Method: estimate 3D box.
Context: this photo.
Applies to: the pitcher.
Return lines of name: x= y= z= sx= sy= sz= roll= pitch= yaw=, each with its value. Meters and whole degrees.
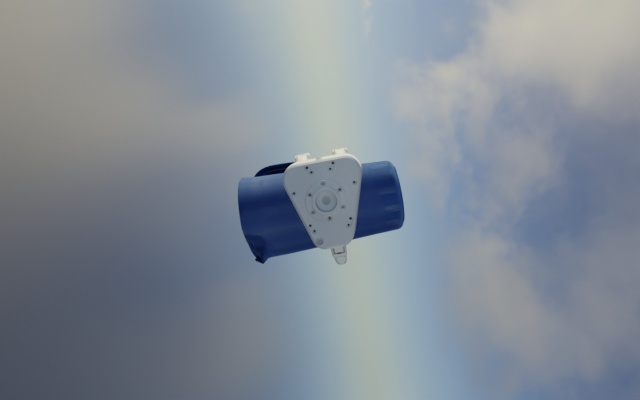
pitcher: x=0.000 y=0.003 z=0.749 sx=0.243 sy=0.149 sz=0.145 roll=-10 pitch=1 yaw=3
